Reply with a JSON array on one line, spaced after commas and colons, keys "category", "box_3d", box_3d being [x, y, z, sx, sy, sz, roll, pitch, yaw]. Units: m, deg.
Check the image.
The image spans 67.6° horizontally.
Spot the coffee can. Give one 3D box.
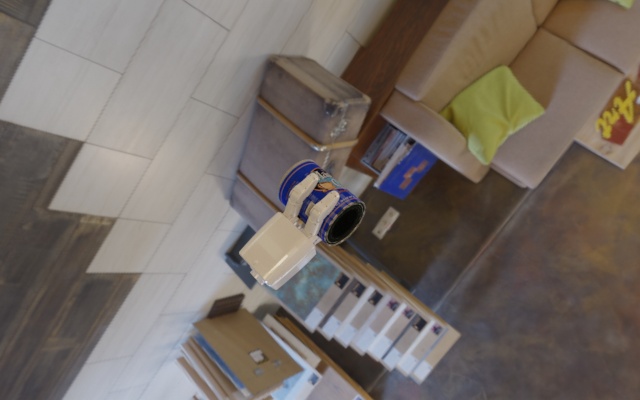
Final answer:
[{"category": "coffee can", "box_3d": [0.000, 0.003, 0.897, 0.140, 0.103, 0.103, 41, 22, 28]}]
